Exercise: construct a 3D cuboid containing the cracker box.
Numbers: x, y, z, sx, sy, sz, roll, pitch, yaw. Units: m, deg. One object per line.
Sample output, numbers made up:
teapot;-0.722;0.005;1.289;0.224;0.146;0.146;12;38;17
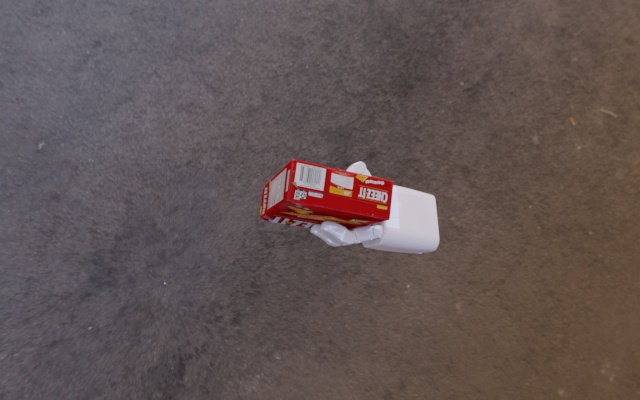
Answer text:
cracker box;0.000;0.002;0.796;0.164;0.072;0.214;11;-13;-16
